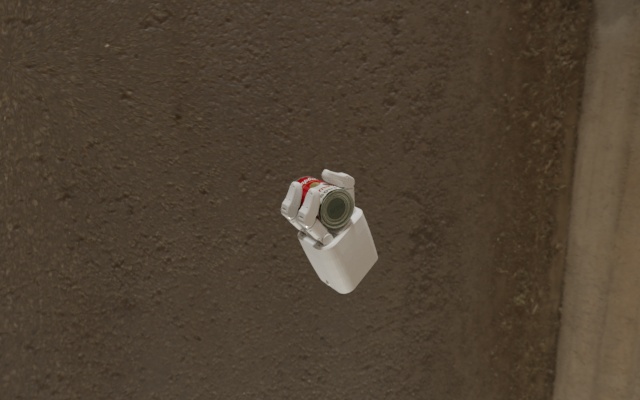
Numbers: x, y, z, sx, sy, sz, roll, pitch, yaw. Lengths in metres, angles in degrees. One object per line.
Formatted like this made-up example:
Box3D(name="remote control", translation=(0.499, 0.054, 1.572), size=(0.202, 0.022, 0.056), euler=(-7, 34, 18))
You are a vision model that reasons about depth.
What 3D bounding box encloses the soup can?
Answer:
Box3D(name="soup can", translation=(0.000, 0.002, 0.797), size=(0.068, 0.068, 0.102), euler=(0, 14, -33))
